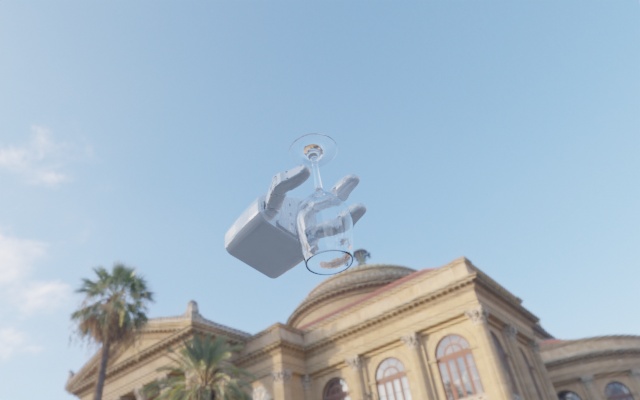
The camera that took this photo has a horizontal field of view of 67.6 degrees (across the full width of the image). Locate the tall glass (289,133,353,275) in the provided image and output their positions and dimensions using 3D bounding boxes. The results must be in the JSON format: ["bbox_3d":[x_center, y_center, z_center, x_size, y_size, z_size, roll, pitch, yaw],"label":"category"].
[{"bbox_3d":[0.000,0.002,0.668,0.079,0.200,0.079,-5,-38,-4],"label":"tall glass"}]
